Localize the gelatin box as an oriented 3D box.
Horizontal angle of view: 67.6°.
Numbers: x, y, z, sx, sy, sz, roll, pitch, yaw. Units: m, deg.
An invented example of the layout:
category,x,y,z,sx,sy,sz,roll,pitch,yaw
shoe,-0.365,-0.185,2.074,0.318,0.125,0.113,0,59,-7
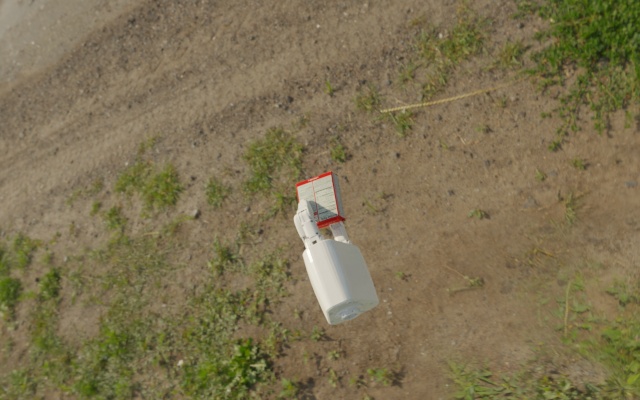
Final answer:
category,x,y,z,sx,sy,sz,roll,pitch,yaw
gelatin box,0.000,0.002,0.831,0.073,0.089,0.030,-19,-22,24
